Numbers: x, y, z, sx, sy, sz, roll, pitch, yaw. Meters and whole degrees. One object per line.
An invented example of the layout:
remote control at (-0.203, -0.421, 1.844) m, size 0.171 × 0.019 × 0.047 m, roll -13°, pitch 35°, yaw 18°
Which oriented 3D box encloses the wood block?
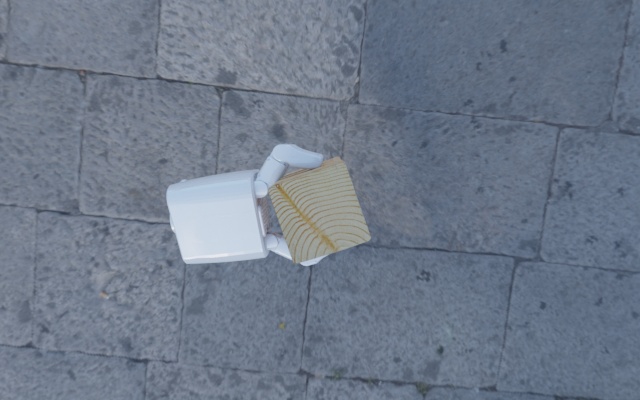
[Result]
wood block at (0.000, 0.002, 0.608) m, size 0.090 × 0.091 × 0.206 m, roll -18°, pitch 7°, yaw 3°
